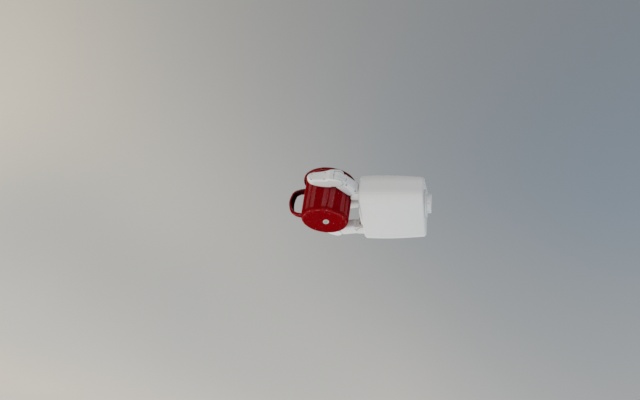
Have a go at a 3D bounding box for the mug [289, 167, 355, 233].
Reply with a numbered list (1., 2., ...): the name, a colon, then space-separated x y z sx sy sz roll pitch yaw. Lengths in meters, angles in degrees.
1. mug: -0.001 0.003 0.828 0.117 0.081 0.093 -2 -33 17
